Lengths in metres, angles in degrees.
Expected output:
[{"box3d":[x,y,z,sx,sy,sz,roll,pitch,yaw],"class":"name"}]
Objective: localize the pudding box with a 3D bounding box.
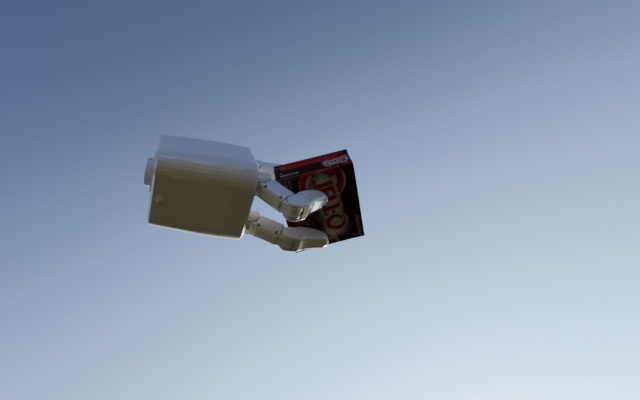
[{"box3d":[0.000,0.002,0.571,0.090,0.114,0.039,-14,39,-1],"class":"pudding box"}]
